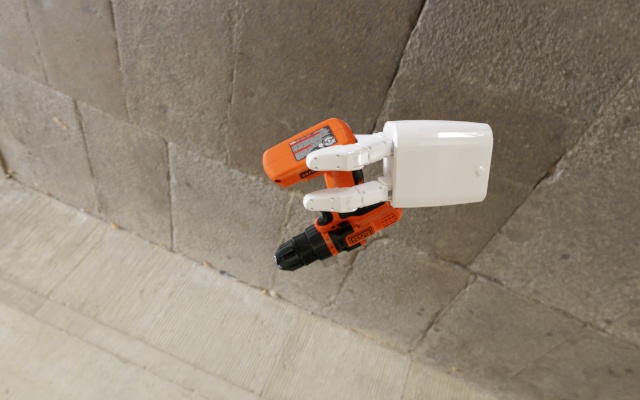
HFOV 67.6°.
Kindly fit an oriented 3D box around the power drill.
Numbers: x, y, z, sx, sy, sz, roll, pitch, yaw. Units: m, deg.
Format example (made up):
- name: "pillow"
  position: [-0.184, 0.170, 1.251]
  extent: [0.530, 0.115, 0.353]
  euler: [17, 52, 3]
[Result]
- name: "power drill"
  position: [0.000, 0.002, 0.592]
  extent: [0.184, 0.057, 0.188]
  euler: [-28, -42, 0]
